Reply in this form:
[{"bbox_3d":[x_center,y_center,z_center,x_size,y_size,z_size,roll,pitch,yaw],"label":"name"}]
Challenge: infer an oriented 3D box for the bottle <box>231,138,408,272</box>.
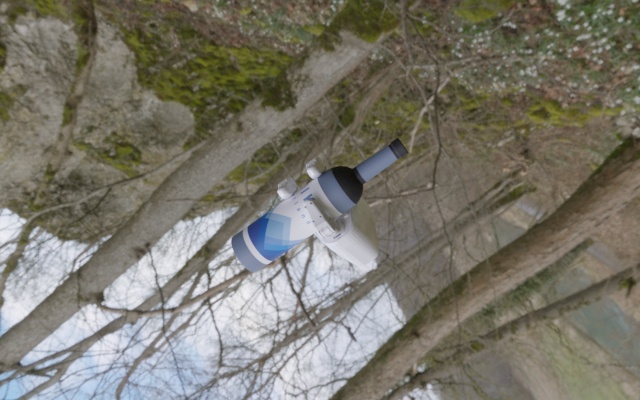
[{"bbox_3d":[0.000,0.002,0.715,0.296,0.069,0.069,-35,-8,12],"label":"bottle"}]
